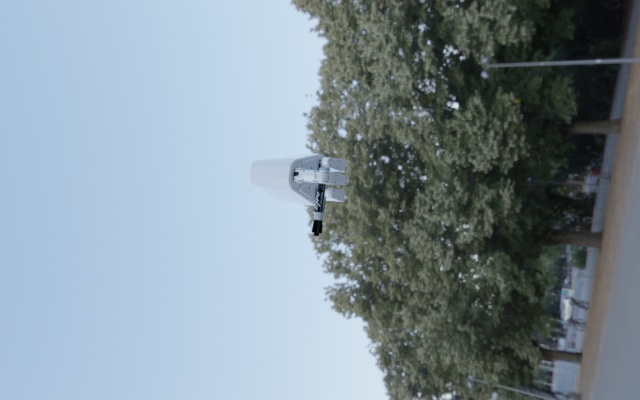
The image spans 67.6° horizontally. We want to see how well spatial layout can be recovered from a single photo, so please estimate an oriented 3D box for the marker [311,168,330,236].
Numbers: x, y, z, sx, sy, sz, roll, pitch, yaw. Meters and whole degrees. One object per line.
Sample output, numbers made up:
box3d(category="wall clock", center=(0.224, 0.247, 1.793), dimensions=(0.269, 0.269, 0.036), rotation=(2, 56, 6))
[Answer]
box3d(category="marker", center=(0.000, 0.003, 0.849), dimensions=(0.020, 0.121, 0.020), rotation=(7, -2, 0))
